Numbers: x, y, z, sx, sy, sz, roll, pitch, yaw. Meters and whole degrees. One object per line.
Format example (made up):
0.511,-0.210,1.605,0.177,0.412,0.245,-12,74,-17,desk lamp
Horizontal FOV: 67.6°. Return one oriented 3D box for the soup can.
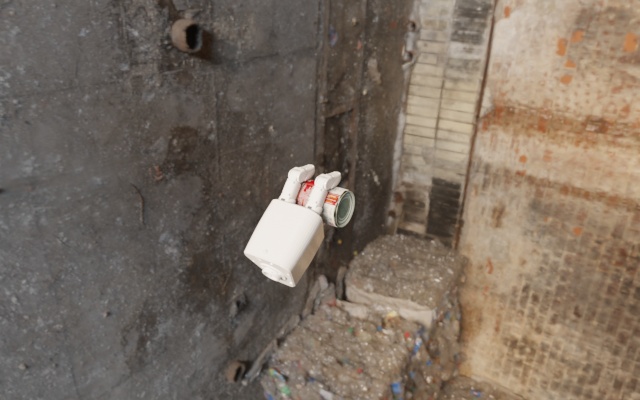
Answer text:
0.001,0.002,0.835,0.102,0.068,0.068,16,8,29,soup can
